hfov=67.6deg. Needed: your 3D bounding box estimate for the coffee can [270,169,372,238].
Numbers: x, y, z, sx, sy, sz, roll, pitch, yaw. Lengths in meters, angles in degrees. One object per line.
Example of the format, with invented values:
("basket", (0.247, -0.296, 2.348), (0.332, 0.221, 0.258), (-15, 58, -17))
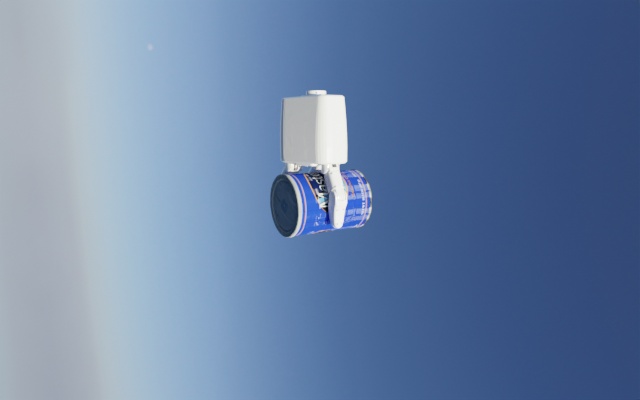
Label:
("coffee can", (0.000, 0.003, 0.802), (0.140, 0.103, 0.103), (-6, 3, -31))
